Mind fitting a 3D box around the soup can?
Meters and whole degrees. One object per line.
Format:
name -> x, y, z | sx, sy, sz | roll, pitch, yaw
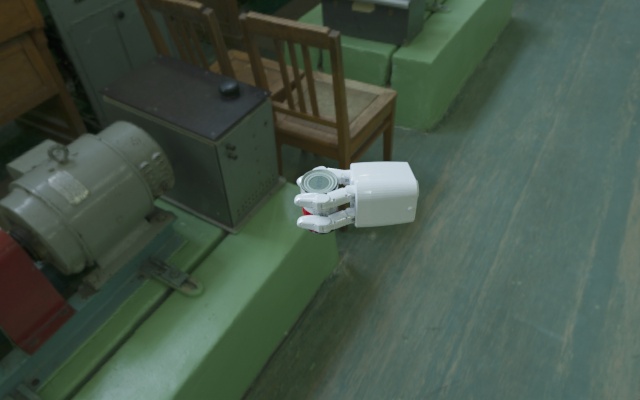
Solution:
soup can -> 0.000, 0.003, 0.860 | 0.068, 0.102, 0.068 | -2, 45, 2
